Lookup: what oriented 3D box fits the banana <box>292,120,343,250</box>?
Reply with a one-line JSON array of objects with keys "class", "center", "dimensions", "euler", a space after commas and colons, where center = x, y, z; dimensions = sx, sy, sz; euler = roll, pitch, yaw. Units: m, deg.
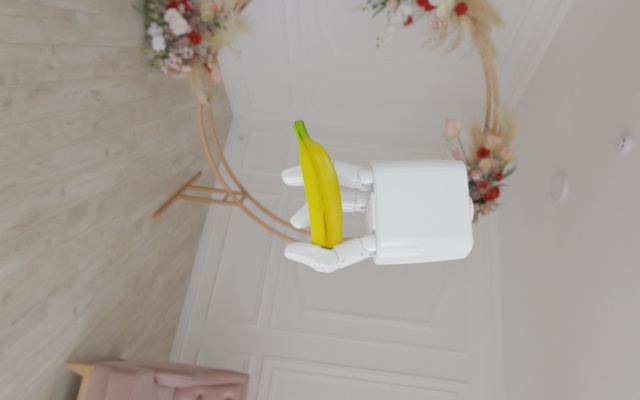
[{"class": "banana", "center": [0.003, 0.011, 0.526], "dimensions": [0.037, 0.198, 0.069], "euler": [-11, 40, -5]}]
